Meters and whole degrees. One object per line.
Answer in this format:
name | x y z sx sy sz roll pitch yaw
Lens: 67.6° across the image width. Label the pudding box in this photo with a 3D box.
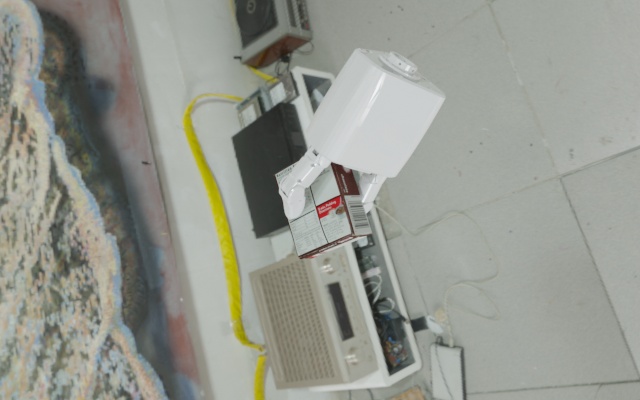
pudding box | 0.000 0.002 0.556 0.090 0.113 0.039 -27 -18 37
